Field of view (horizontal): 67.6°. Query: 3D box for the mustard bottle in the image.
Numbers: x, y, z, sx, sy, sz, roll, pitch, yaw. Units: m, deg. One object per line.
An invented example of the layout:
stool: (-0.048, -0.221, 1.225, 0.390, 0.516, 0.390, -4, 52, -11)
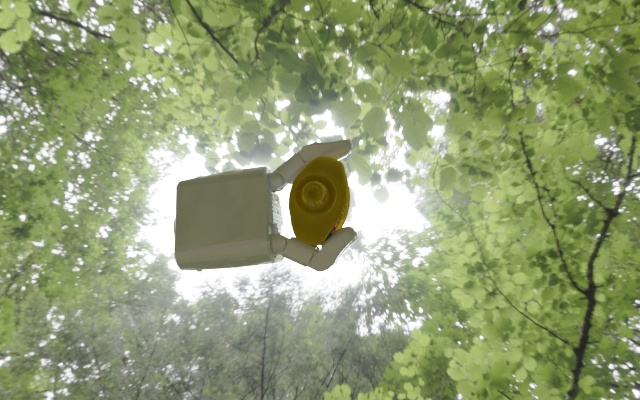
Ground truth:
mustard bottle: (0.000, 0.002, 0.530, 0.058, 0.096, 0.191, 17, -4, 6)
